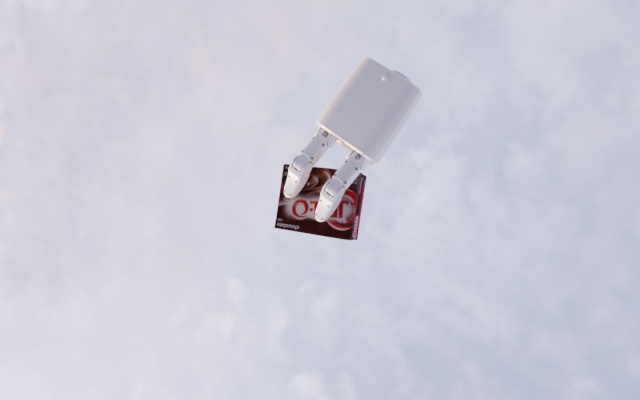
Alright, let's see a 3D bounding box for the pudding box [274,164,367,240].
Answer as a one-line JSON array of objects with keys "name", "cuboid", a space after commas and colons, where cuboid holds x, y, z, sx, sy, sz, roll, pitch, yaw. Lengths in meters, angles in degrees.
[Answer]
[{"name": "pudding box", "cuboid": [0.000, 0.002, 0.643, 0.113, 0.090, 0.039, 7, -3, 22]}]
